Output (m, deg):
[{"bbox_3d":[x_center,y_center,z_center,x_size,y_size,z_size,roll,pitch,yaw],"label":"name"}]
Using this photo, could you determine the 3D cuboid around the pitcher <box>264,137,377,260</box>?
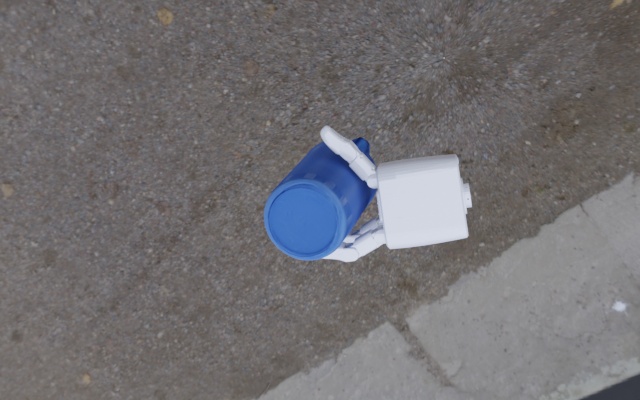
[{"bbox_3d":[0.000,0.002,0.698,0.145,0.149,0.242,-6,14,15],"label":"pitcher"}]
